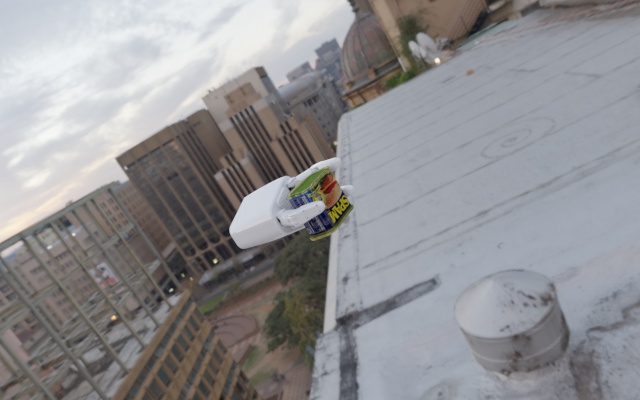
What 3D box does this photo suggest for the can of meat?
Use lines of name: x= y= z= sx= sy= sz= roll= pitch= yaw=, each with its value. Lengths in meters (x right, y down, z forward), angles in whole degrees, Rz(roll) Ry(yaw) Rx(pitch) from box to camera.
can of meat: x=0.000 y=0.002 z=0.789 sx=0.057 sy=0.084 sz=0.102 roll=-22 pitch=16 yaw=35
